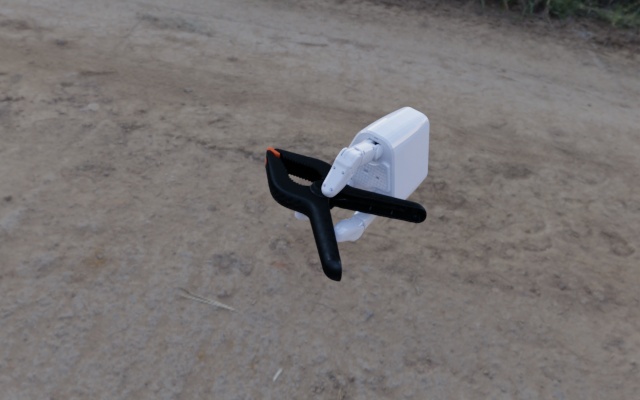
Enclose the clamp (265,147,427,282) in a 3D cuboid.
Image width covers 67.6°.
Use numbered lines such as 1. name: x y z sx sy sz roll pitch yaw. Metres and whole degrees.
1. clamp: 0.000 0.001 0.565 0.210 0.036 0.164 32 43 23
